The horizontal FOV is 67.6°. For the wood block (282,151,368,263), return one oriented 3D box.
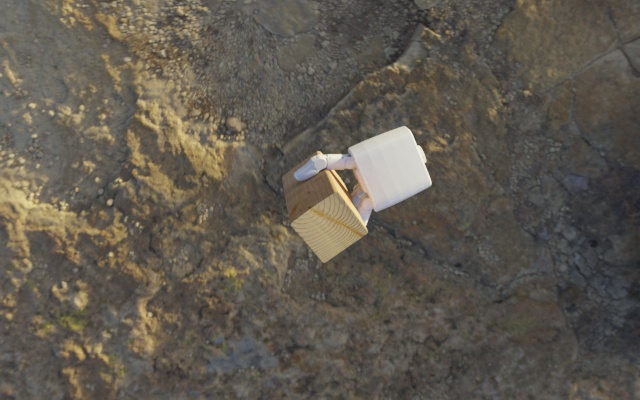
[{"bbox_3d":[0.000,0.002,0.817,0.090,0.091,0.206,-35,23,7],"label":"wood block"}]
